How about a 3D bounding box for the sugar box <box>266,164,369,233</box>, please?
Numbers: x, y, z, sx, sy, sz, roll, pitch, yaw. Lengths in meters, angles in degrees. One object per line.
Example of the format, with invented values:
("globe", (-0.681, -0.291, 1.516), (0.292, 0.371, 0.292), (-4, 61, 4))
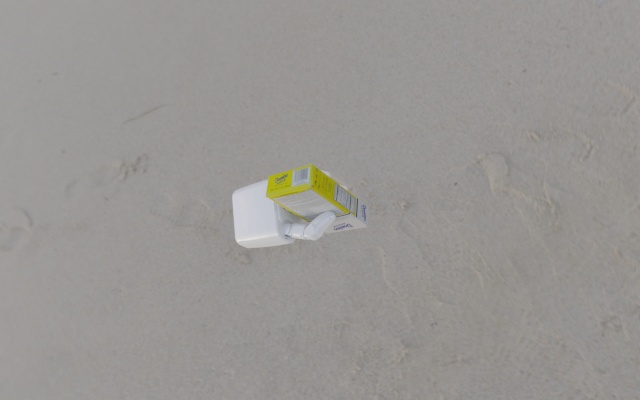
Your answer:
("sugar box", (0.000, 0.002, 0.810), (0.093, 0.048, 0.176), (-11, -27, 33))
